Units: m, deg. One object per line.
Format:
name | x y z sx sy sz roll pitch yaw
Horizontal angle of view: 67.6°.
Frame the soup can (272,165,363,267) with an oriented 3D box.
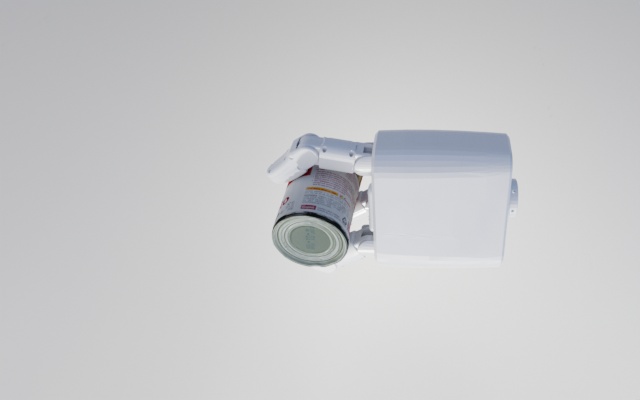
soup can | 0.000 0.002 0.433 0.068 0.069 0.102 0 43 14
